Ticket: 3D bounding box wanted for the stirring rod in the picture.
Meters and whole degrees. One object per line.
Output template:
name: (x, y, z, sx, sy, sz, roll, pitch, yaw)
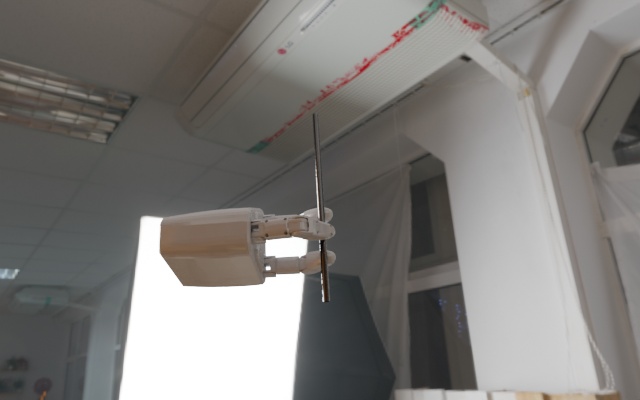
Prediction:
stirring rod: (0.000, 0.002, 0.583, 0.011, 0.239, 0.011, -3, -19, -1)
